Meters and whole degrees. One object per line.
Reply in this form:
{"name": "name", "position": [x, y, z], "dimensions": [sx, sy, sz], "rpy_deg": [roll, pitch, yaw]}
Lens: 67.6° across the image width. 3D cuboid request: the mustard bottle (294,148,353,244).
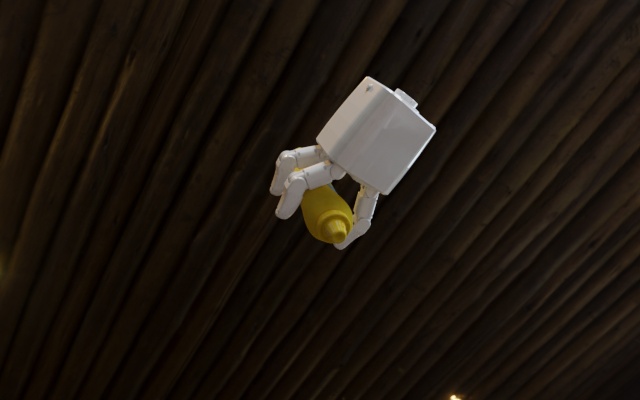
{"name": "mustard bottle", "position": [0.000, 0.002, 0.632], "dimensions": [0.058, 0.096, 0.191], "rpy_deg": [-30, 29, 0]}
